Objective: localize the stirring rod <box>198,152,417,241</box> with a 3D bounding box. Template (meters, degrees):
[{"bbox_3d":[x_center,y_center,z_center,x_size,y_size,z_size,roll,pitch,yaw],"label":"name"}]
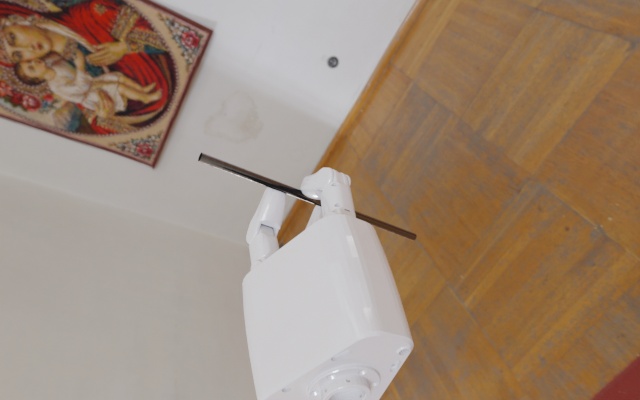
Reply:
[{"bbox_3d":[0.000,0.001,0.450,0.239,0.011,0.011,21,-10,-28],"label":"stirring rod"}]
